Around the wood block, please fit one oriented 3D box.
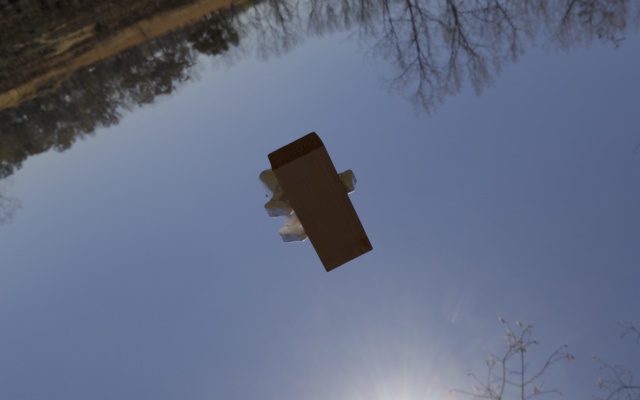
[{"bbox_3d":[0.000,0.002,0.802,0.091,0.206,0.090,-27,25,0],"label":"wood block"}]
